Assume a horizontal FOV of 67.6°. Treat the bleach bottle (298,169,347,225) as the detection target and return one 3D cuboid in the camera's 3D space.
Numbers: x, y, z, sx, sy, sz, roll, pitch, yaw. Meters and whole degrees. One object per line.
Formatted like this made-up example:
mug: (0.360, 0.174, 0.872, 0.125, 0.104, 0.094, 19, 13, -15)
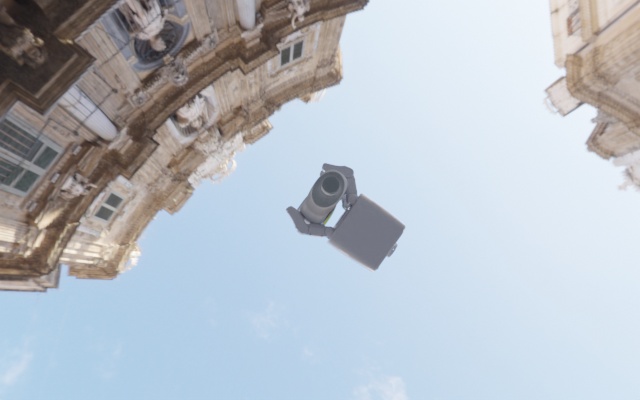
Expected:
bleach bottle: (0.000, 0.003, 0.892, 0.068, 0.102, 0.251, 35, -11, 1)
